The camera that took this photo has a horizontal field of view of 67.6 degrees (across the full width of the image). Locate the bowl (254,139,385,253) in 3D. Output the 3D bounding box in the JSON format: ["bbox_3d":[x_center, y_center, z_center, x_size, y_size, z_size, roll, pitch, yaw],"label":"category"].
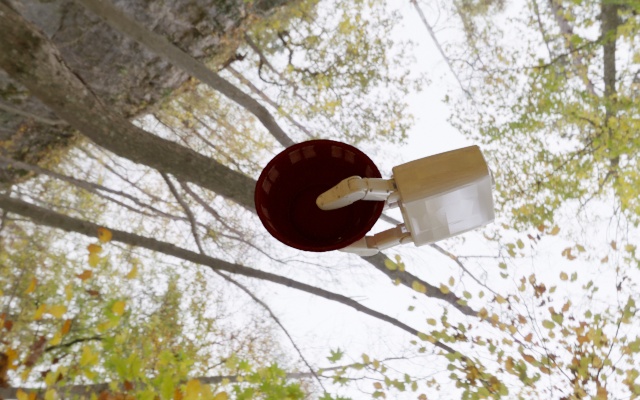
[{"bbox_3d":[-0.001,0.002,0.607,0.162,0.162,0.055,0,-30,4],"label":"bowl"}]
